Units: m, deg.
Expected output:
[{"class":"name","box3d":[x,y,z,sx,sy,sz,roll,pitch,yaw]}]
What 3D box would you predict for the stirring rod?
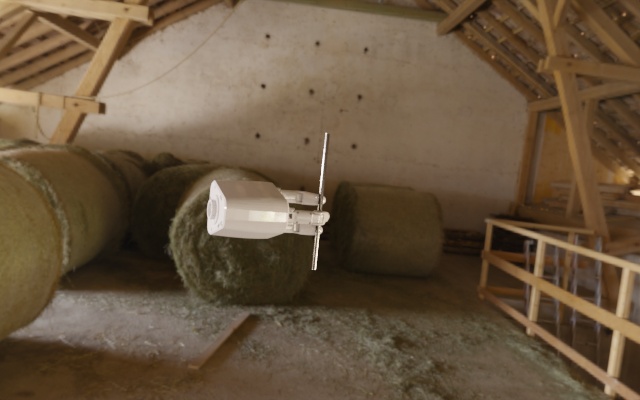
[{"class":"stirring rod","box3d":[0.000,0.003,0.839,0.011,0.239,0.011,6,4,0]}]
